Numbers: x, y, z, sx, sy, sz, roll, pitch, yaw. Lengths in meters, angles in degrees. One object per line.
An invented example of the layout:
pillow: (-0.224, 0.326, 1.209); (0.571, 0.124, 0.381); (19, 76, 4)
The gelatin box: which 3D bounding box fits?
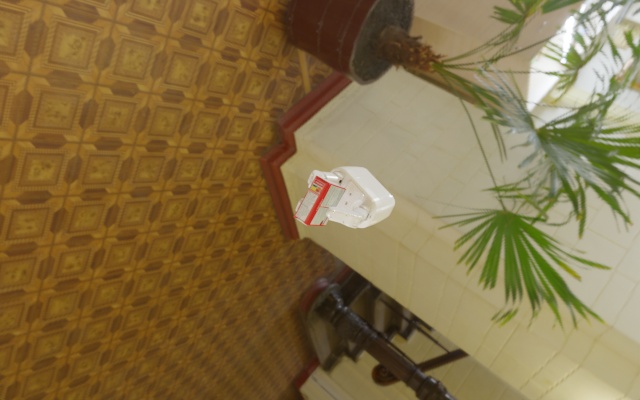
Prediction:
gelatin box: (0.000, 0.003, 0.755); (0.030, 0.073, 0.089); (31, 7, 18)
